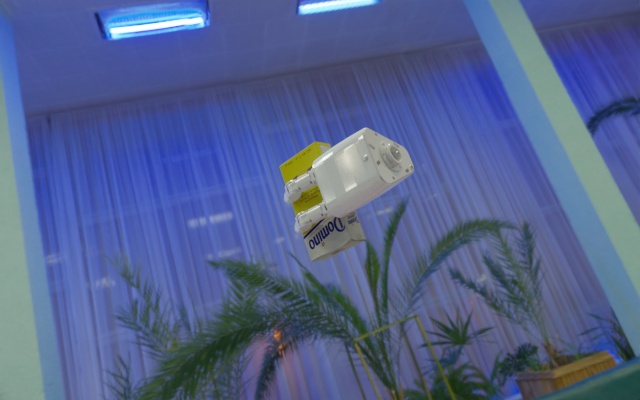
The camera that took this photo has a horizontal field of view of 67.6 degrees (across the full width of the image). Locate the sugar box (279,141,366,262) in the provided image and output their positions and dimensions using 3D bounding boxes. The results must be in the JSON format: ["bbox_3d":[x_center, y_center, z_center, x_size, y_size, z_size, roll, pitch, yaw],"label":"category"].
[{"bbox_3d":[0.000,0.002,0.786,0.093,0.176,0.048,-32,-22,35],"label":"sugar box"}]
